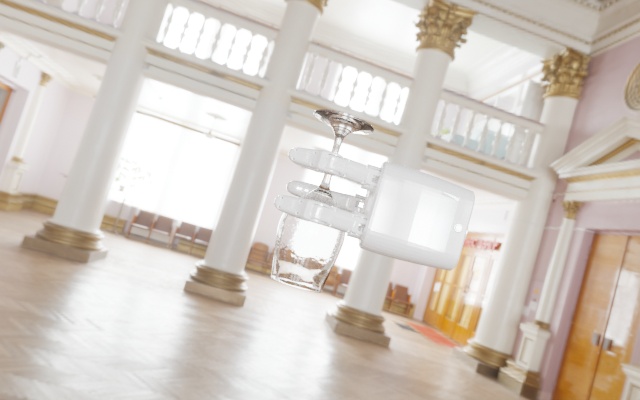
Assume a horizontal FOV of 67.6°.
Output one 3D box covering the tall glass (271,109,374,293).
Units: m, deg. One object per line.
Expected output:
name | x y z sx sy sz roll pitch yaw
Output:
tall glass | 0.000 0.001 0.556 0.079 0.201 0.079 17 -4 1
